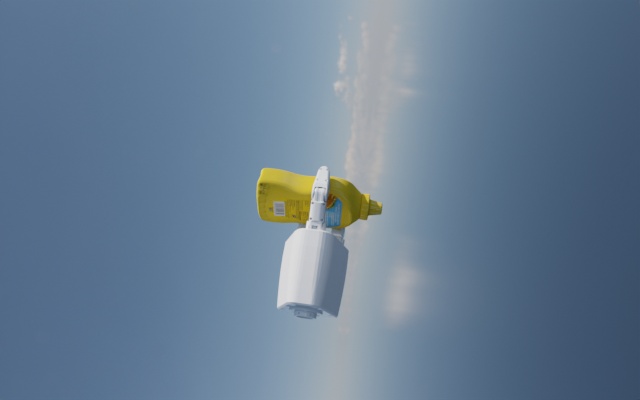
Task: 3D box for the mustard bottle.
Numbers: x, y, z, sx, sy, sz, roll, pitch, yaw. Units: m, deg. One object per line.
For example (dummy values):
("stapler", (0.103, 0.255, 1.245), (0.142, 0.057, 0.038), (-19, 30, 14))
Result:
("mustard bottle", (0.000, 0.002, 0.746), (0.191, 0.058, 0.096), (7, -44, 5))
